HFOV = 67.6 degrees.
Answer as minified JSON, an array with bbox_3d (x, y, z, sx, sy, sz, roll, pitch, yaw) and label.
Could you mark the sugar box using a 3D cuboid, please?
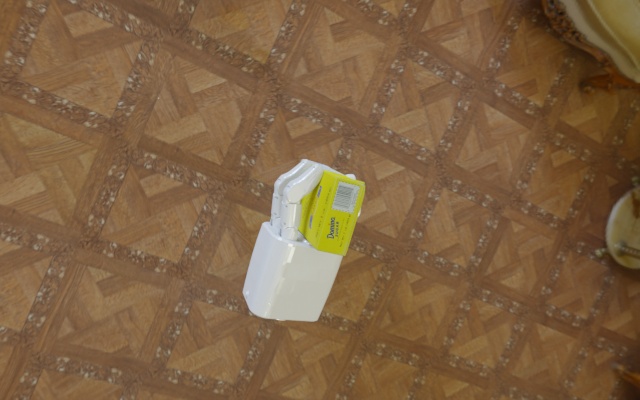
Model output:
[{"bbox_3d":[0.000,0.002,0.641,0.048,0.093,0.176,14,7,-21],"label":"sugar box"}]
